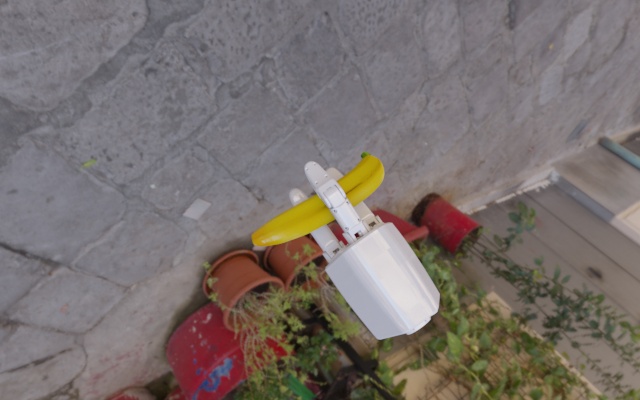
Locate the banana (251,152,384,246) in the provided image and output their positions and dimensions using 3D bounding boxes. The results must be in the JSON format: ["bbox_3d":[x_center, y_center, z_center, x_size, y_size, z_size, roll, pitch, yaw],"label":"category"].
[{"bbox_3d":[0.012,-0.001,0.548,0.197,0.037,0.069,-35,13,-29],"label":"banana"}]
